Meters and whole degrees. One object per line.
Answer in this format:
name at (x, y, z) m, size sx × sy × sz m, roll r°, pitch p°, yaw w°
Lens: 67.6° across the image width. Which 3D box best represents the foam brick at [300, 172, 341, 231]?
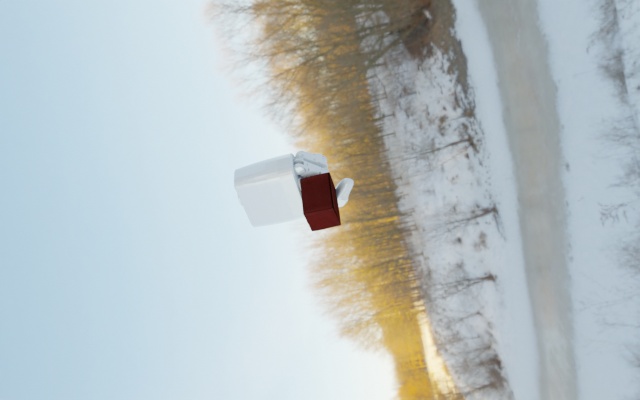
foam brick at (0.000, 0.003, 0.783) m, size 0.051 × 0.078 × 0.053 m, roll -13°, pitch -40°, yaw 8°
